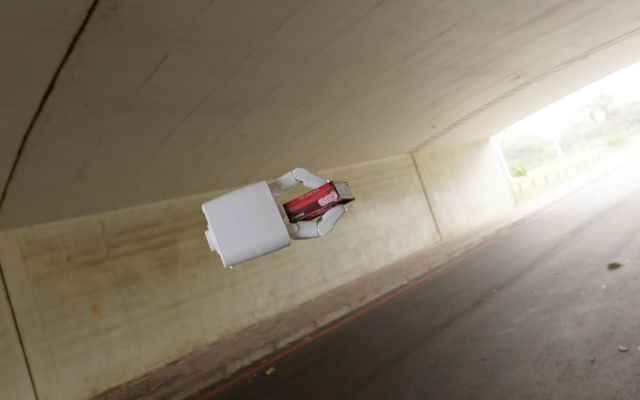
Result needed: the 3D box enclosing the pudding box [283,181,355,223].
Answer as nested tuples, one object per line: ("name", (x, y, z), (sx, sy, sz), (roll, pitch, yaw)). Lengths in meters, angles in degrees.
("pudding box", (0.000, 0.002, 0.771), (0.090, 0.039, 0.113), (-25, -4, 14))
